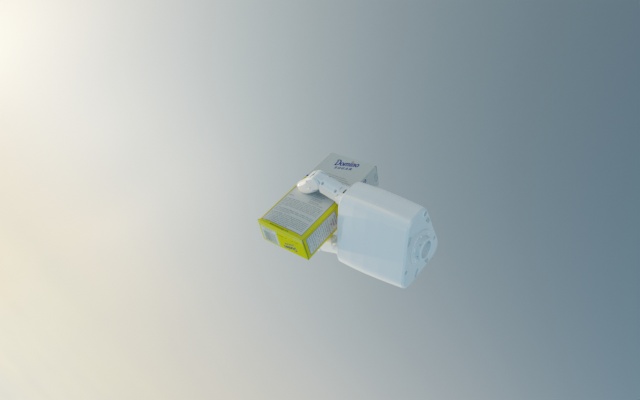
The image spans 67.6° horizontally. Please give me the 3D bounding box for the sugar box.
[{"bbox_3d":[0.000,0.003,0.708,0.093,0.048,0.176,22,50,36],"label":"sugar box"}]
